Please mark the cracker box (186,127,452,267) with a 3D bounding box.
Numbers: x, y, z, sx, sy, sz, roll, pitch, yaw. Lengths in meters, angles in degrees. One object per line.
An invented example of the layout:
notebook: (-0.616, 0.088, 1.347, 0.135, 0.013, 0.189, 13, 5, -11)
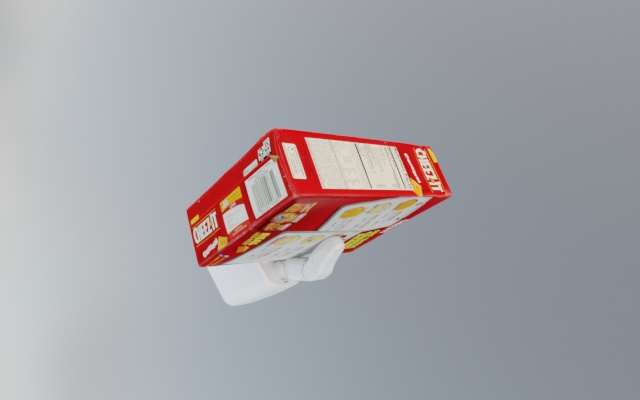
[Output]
cracker box: (0.000, 0.002, 0.484, 0.214, 0.072, 0.164, -1, -25, -43)
